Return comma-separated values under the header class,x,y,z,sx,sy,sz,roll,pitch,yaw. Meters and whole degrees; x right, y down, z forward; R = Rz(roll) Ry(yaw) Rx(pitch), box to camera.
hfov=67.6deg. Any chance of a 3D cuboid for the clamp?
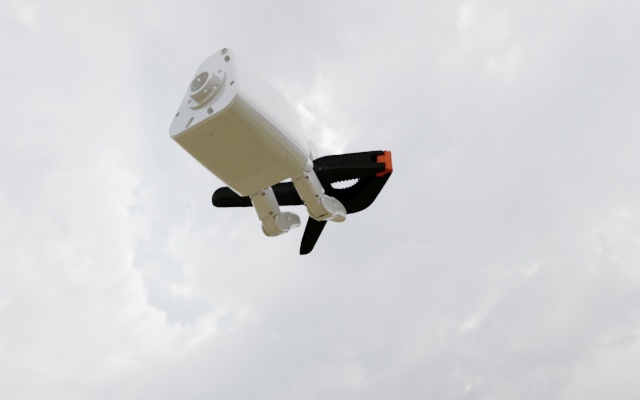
class,x,y,z,sx,sy,sz,roll,pitch,yaw
clamp,0.000,0.001,0.567,0.210,0.036,0.165,-21,-41,27
